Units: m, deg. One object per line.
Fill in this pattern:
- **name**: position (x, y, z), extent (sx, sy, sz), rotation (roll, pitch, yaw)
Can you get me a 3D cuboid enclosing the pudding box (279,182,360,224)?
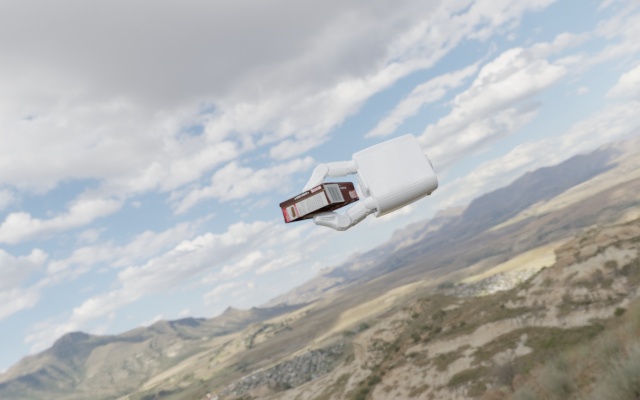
- **pudding box**: position (0.000, 0.002, 0.779), extent (0.090, 0.039, 0.113), rotation (-25, -11, 27)
